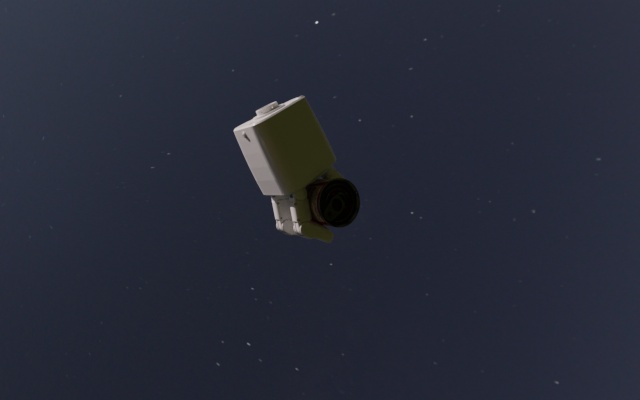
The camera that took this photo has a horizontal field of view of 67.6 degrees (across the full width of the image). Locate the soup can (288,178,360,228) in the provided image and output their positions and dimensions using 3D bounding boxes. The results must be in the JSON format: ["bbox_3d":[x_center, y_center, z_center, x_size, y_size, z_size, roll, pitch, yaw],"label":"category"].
[{"bbox_3d":[0.000,0.003,0.695,0.068,0.068,0.102,0,1,-32],"label":"soup can"}]
